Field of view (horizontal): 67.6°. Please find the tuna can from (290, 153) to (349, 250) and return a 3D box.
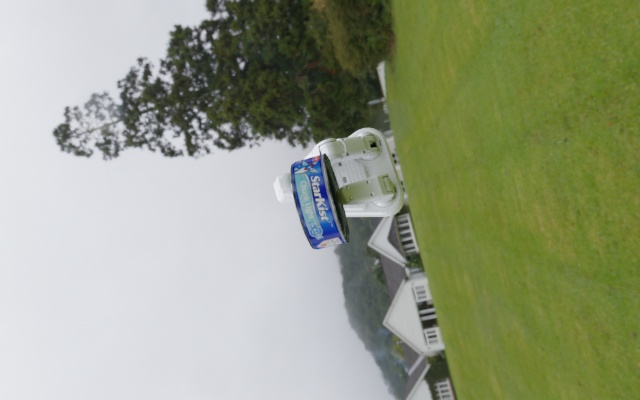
[{"bbox_3d":[0.000,0.002,0.444,0.034,0.086,0.086,-15,-2,8],"label":"tuna can"}]
